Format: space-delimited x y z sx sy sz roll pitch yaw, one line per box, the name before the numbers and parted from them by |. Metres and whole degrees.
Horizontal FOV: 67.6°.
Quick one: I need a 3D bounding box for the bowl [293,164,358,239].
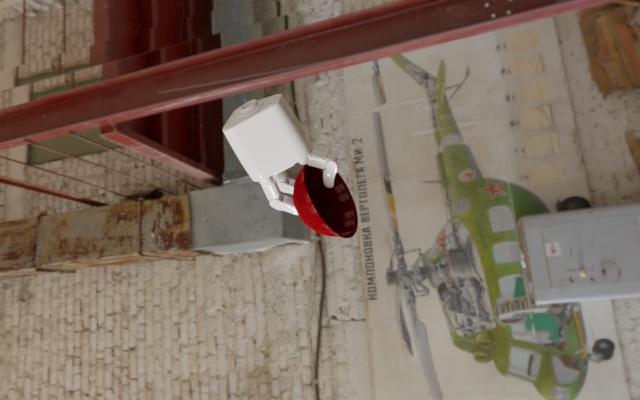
bowl | 0.001 0.004 0.857 0.055 0.162 0.162 -29 -14 27
